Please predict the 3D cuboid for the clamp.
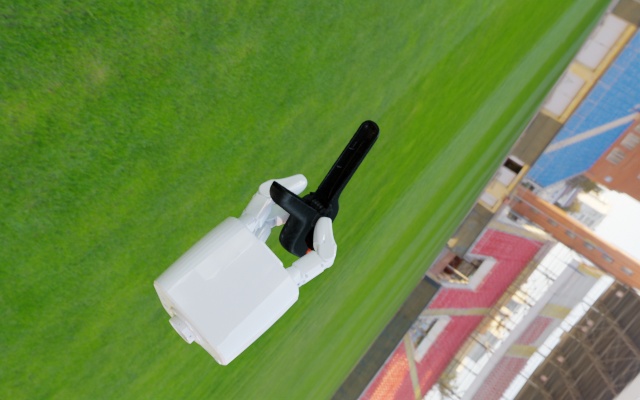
[{"bbox_3d":[0.000,0.003,0.584,0.164,0.036,0.210,-38,-21,-27],"label":"clamp"}]
